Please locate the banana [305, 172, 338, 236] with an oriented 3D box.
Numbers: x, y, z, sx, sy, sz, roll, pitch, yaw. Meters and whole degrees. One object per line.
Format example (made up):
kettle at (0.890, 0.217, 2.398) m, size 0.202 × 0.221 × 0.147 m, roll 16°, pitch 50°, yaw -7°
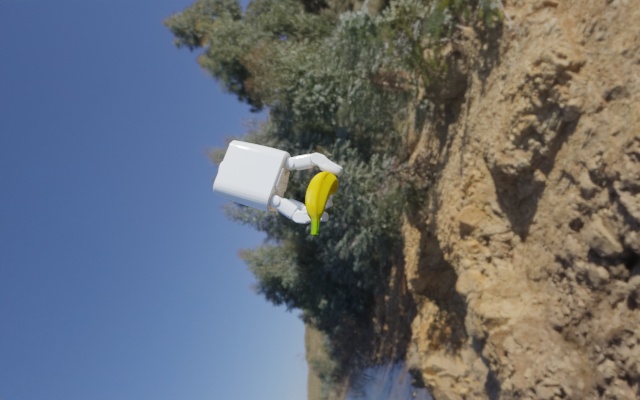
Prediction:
banana at (0.002, -0.013, 0.797) m, size 0.037 × 0.070 × 0.197 m, roll 12°, pitch 23°, yaw 7°
